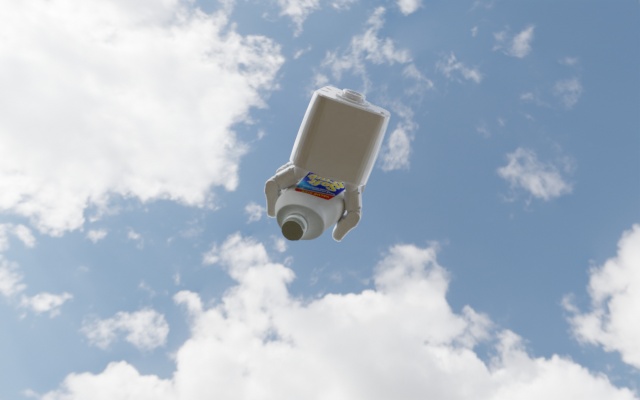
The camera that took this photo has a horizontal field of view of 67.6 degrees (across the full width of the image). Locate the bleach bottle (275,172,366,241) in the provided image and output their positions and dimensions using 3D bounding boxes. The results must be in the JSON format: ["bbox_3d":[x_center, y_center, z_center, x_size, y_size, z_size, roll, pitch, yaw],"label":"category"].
[{"bbox_3d":[0.000,0.002,0.711,0.102,0.068,0.250,24,22,5],"label":"bleach bottle"}]
